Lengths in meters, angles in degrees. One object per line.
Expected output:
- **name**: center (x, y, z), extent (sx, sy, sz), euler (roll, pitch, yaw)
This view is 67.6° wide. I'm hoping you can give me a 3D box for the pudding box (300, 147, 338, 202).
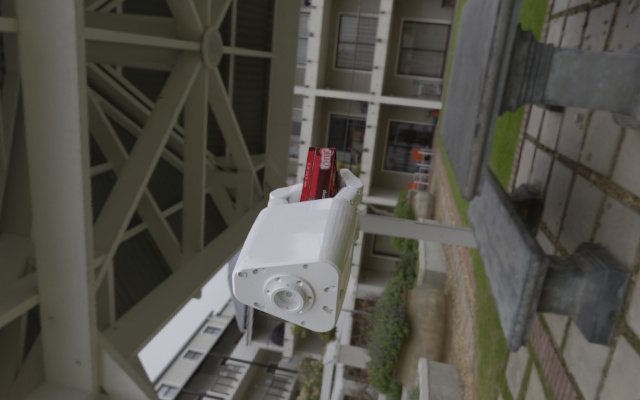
- **pudding box**: center (0.000, 0.002, 0.592), extent (0.039, 0.090, 0.114), euler (6, -31, 5)
